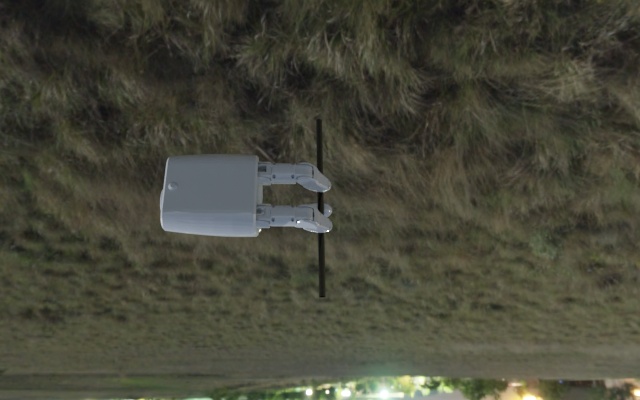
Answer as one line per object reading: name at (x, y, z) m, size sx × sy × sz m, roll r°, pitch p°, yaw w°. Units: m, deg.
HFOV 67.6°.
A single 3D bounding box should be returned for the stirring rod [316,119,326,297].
stirring rod at (0.000, 0.002, 0.606) m, size 0.011 × 0.239 × 0.011 m, roll -1°, pitch -22°, yaw 0°
